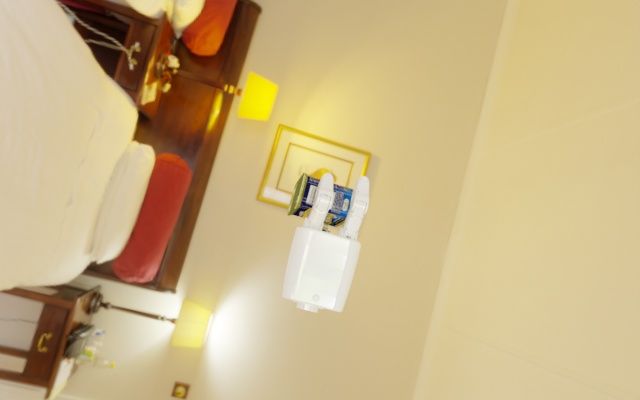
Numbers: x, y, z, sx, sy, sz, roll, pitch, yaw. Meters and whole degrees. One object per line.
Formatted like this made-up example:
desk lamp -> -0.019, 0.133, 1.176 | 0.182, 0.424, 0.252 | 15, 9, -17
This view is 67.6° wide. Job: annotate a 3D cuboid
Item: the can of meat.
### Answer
can of meat -> 0.000, 0.002, 0.747 | 0.084, 0.057, 0.102 | 16, -14, -9
